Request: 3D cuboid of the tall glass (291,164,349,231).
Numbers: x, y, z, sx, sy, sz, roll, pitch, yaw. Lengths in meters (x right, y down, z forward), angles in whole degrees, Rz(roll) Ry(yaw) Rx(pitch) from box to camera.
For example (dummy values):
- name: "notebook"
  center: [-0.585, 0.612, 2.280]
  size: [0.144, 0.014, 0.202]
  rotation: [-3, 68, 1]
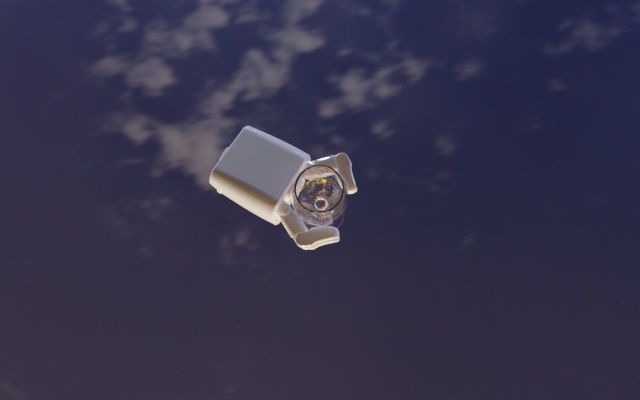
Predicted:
- name: "tall glass"
  center: [0.000, 0.002, 0.689]
  size: [0.079, 0.079, 0.201]
  rotation: [0, -10, 1]
